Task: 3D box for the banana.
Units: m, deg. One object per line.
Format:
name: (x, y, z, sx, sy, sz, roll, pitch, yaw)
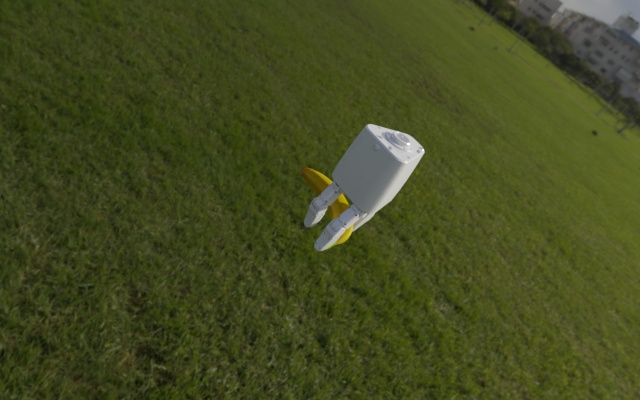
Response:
banana: (0.017, 0.008, 0.852, 0.069, 0.037, 0.197, 10, 39, -25)
